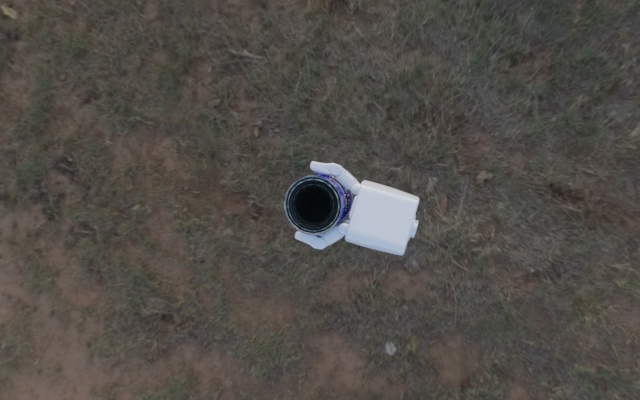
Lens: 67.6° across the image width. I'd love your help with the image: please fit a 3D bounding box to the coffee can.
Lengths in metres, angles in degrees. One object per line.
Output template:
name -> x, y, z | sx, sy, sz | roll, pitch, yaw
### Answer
coffee can -> 0.000, 0.003, 0.881 | 0.103, 0.103, 0.140 | 0, 5, 11
